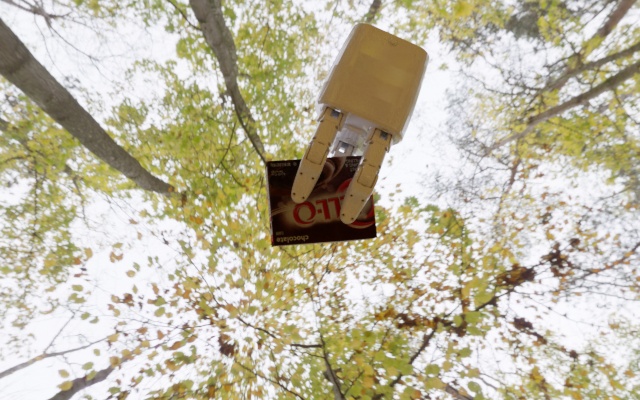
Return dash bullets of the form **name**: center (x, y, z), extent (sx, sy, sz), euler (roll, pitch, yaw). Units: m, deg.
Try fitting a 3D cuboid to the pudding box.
- **pudding box**: center (0.000, 0.002, 0.512), extent (0.113, 0.090, 0.039), euler (-5, -9, -7)
